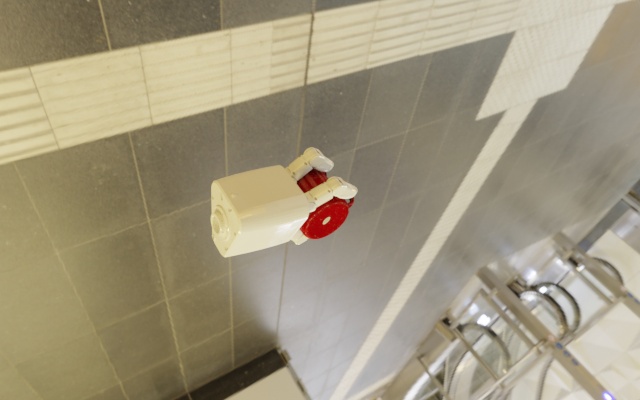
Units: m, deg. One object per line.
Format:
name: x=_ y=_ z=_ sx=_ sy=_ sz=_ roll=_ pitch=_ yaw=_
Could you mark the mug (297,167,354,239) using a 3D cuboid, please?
mug: x=0.001 y=0.002 z=0.739 sx=0.117 sy=0.093 sz=0.081 roll=-15 pitch=51 yaw=-32
